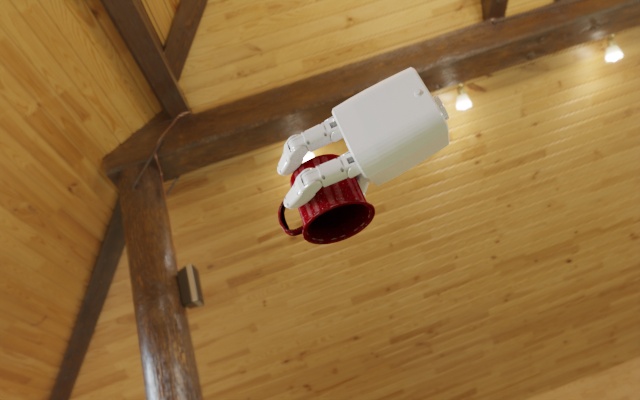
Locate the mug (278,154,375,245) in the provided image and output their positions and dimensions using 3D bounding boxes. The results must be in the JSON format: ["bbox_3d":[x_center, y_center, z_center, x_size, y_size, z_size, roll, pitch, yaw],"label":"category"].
[{"bbox_3d":[-0.001,0.002,0.599,0.117,0.081,0.093,-27,-31,10],"label":"mug"}]
